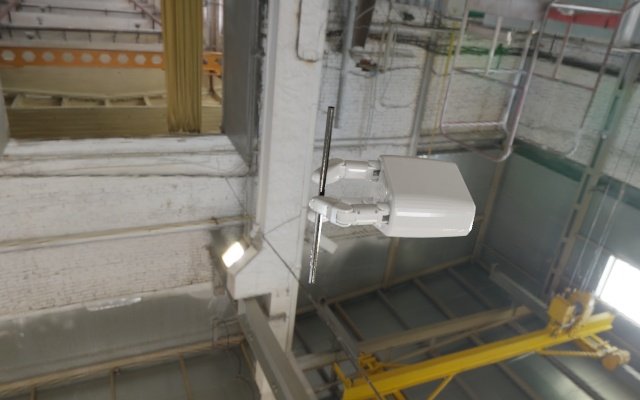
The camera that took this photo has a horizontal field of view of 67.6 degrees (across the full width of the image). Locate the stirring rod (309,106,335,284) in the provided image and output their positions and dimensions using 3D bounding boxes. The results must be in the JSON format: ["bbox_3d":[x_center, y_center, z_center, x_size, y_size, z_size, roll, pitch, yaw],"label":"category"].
[{"bbox_3d":[0.000,0.002,0.595,0.011,0.240,0.011,5,25,-3],"label":"stirring rod"}]
